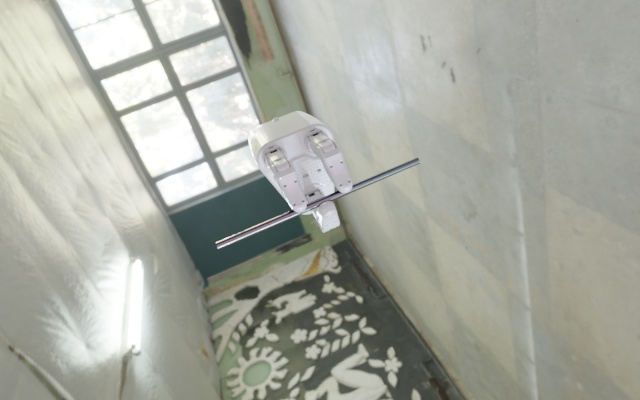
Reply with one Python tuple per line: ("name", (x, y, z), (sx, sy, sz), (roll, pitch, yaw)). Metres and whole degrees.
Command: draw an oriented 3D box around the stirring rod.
("stirring rod", (0.000, 0.002, 0.522), (0.239, 0.011, 0.011), (-23, 3, -7))
